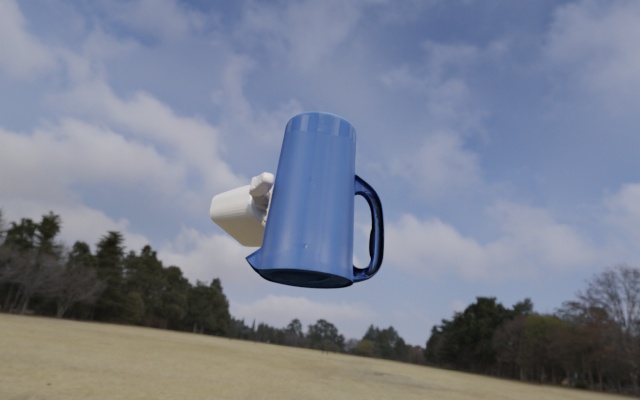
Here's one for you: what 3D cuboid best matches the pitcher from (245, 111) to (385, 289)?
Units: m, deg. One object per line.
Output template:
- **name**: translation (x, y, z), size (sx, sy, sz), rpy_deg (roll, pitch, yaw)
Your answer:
- **pitcher**: translation (0.000, 0.002, 0.686), size (0.145, 0.242, 0.149), rpy_deg (-11, -26, 41)
